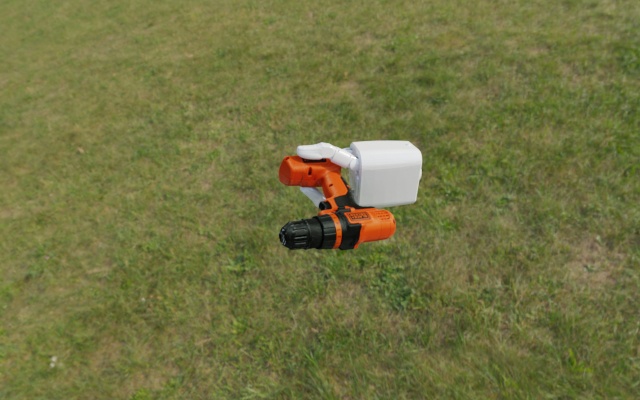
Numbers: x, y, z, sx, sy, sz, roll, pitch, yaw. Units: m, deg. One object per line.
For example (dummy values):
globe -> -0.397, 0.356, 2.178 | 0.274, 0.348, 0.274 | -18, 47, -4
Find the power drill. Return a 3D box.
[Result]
power drill -> 0.000, 0.002, 0.742 | 0.184, 0.057, 0.187 | -3, 41, -28
